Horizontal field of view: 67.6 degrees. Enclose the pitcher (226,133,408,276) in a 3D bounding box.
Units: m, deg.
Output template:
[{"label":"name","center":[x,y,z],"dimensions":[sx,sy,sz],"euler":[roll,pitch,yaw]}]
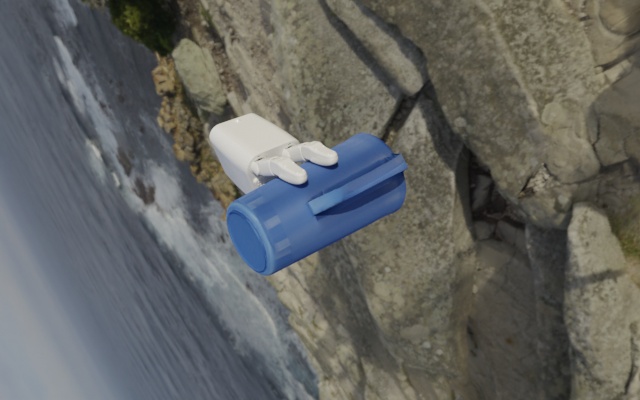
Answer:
[{"label":"pitcher","center":[0.000,0.002,0.667],"dimensions":[0.242,0.149,0.145],"euler":[-28,49,-31]}]
